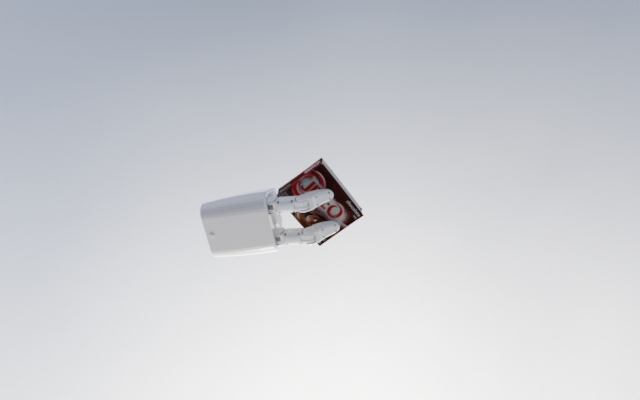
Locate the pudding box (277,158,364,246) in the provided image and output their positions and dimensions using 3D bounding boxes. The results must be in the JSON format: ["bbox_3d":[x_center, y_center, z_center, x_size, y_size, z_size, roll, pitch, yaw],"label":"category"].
[{"bbox_3d":[0.000,0.002,0.760,0.090,0.113,0.039,-36,18,14],"label":"pudding box"}]
